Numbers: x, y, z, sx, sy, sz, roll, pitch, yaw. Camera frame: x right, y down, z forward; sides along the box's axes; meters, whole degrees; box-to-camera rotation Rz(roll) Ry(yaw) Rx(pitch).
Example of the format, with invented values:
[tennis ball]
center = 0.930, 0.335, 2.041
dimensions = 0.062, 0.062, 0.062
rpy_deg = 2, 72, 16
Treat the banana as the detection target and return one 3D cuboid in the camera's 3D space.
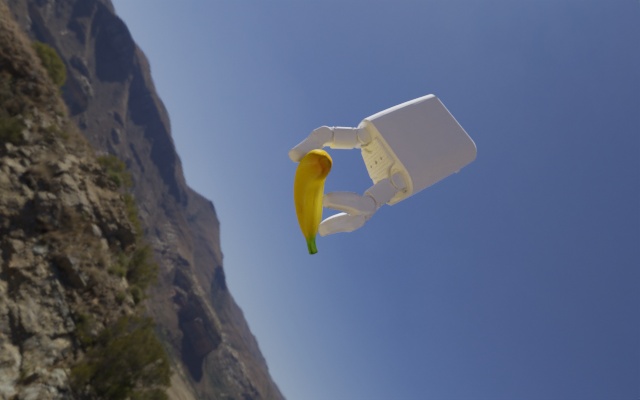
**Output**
[banana]
center = -0.008, -0.010, 0.591
dimensions = 0.037, 0.069, 0.198
rpy_deg = -21, -31, -16
